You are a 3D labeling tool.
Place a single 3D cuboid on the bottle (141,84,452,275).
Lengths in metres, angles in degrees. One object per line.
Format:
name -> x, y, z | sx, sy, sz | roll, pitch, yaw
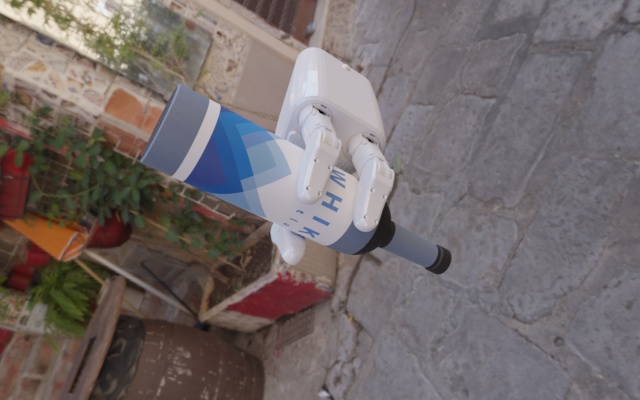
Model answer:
bottle -> 0.000, 0.001, 0.417 | 0.296, 0.069, 0.069 | 26, -11, -24
